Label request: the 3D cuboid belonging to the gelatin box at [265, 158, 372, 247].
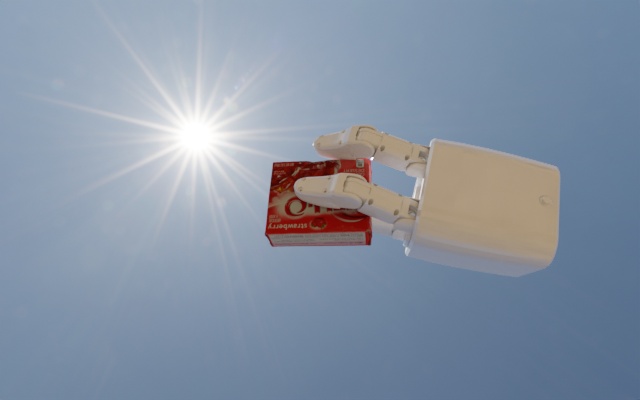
[{"bbox_3d":[0.000,0.002,0.415,0.089,0.073,0.030,-2,-30,8],"label":"gelatin box"}]
